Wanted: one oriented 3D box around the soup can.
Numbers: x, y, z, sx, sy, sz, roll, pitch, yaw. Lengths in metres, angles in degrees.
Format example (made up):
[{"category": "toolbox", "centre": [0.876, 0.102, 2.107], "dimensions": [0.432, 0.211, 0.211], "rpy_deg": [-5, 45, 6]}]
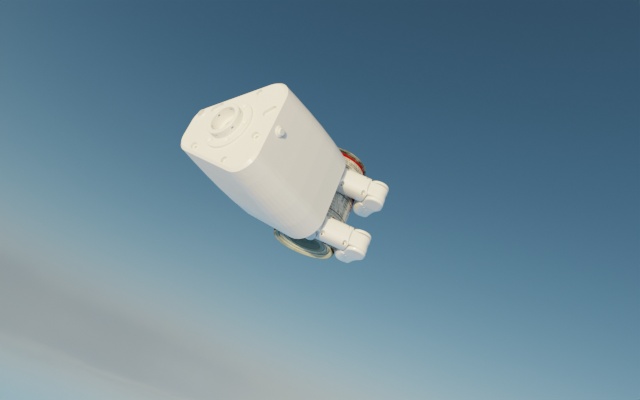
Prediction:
[{"category": "soup can", "centre": [0.000, 0.002, 0.504], "dimensions": [0.068, 0.102, 0.068], "rpy_deg": [19, -24, 9]}]
